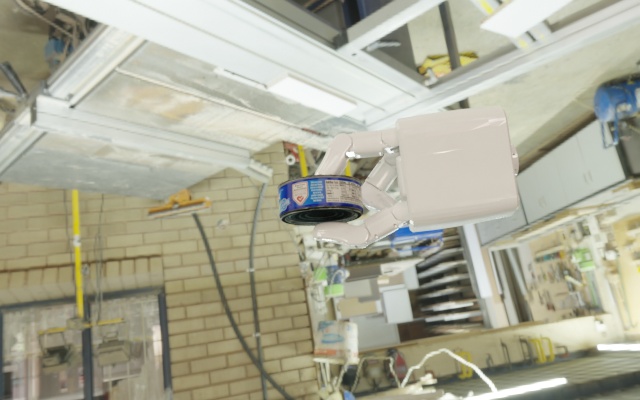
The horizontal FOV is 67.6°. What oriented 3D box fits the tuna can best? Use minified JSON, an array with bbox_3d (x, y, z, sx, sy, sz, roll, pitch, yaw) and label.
[{"bbox_3d":[0.000,0.002,0.482,0.086,0.033,0.086,-3,-14,-1],"label":"tuna can"}]
